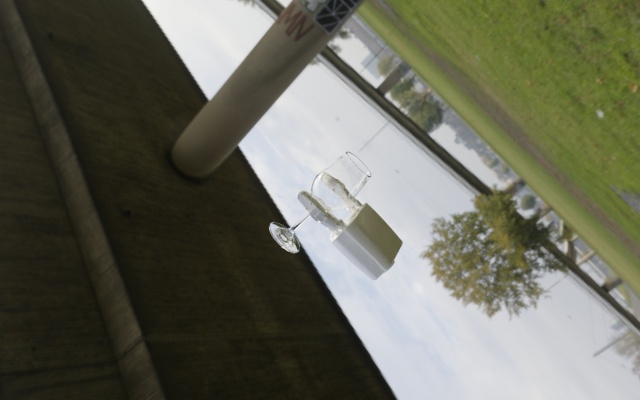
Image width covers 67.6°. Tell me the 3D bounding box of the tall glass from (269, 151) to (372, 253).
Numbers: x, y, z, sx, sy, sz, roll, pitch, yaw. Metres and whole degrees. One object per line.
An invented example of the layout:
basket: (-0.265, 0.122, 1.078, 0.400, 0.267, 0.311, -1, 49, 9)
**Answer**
tall glass: (0.000, 0.003, 0.861, 0.201, 0.079, 0.079, -45, -17, 18)
